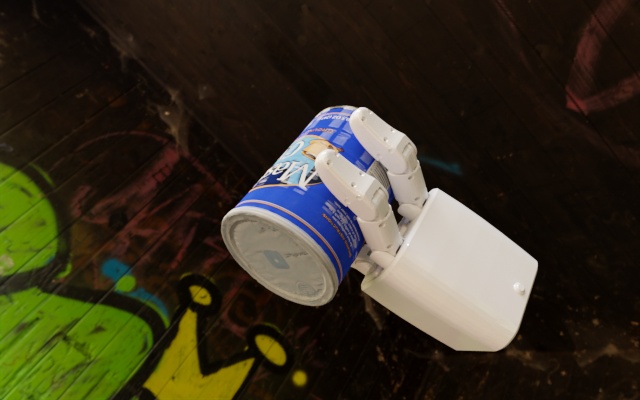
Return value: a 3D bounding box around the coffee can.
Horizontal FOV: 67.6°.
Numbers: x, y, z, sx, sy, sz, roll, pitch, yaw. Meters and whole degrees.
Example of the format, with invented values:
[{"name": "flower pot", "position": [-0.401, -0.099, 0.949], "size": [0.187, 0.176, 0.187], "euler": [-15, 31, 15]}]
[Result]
[{"name": "coffee can", "position": [0.000, 0.001, 0.402], "size": [0.103, 0.103, 0.140], "euler": [0, 41, 41]}]
